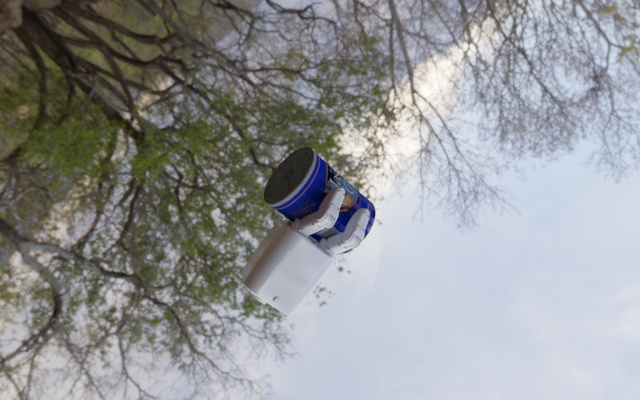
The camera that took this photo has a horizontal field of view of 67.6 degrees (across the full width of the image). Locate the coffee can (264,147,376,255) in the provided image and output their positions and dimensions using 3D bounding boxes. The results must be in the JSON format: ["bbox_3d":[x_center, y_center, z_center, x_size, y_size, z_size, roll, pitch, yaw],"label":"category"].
[{"bbox_3d":[0.000,0.002,0.719,0.140,0.102,0.103,40,-21,-28],"label":"coffee can"}]
